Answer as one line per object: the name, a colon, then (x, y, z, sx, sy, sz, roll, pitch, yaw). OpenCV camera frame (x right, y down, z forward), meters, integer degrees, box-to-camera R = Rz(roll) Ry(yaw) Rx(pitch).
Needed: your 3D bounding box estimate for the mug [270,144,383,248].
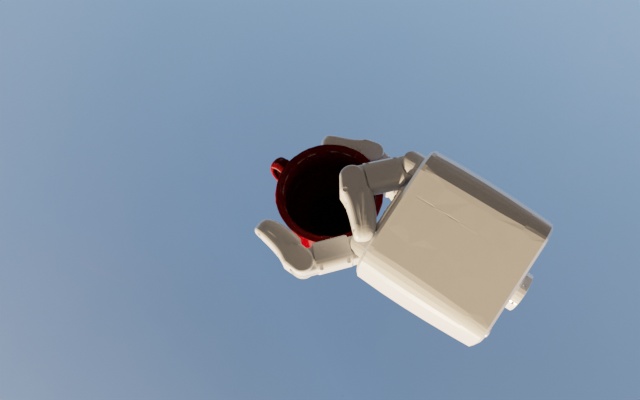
mug: (-0.001, 0.001, 0.449, 0.117, 0.093, 0.081, 33, -17, 16)
